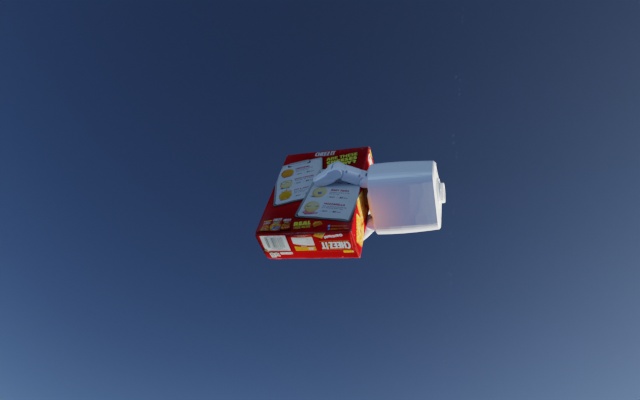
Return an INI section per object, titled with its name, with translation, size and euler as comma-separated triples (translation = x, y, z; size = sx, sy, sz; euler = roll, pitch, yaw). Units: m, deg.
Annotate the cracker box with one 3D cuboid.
[cracker box]
translation = 0.000, 0.003, 0.828
size = 0.164, 0.072, 0.213
euler = -4, 41, 19
